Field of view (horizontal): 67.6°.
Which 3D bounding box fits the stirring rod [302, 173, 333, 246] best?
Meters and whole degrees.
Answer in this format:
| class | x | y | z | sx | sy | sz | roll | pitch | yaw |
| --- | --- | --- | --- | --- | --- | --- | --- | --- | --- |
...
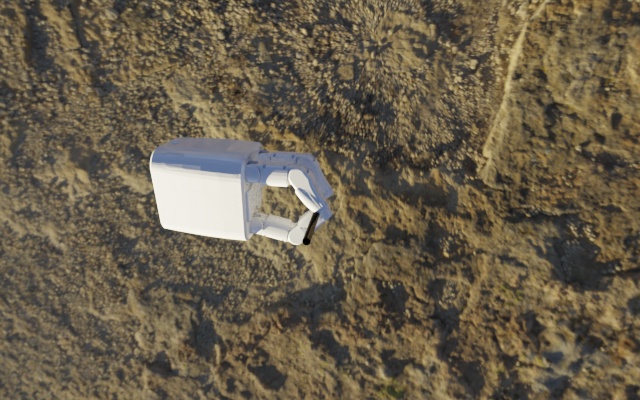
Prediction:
| class | x | y | z | sx | sy | sz | roll | pitch | yaw |
| --- | --- | --- | --- | --- | --- | --- | --- | --- | --- |
| stirring rod | 0.000 | 0.002 | 0.565 | 0.011 | 0.011 | 0.239 | 0 | 18 | 7 |
